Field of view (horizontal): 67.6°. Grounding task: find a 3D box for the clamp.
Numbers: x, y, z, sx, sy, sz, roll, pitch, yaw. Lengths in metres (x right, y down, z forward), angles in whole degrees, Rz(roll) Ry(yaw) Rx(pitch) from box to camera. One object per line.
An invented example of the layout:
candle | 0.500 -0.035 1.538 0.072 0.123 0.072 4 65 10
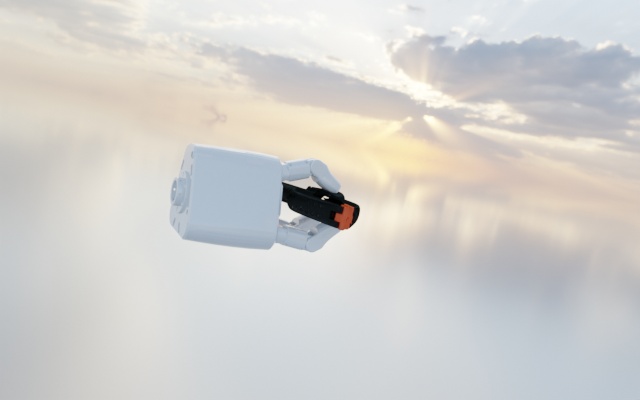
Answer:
clamp | 0.000 0.001 0.633 0.164 0.036 0.210 10 7 -30
